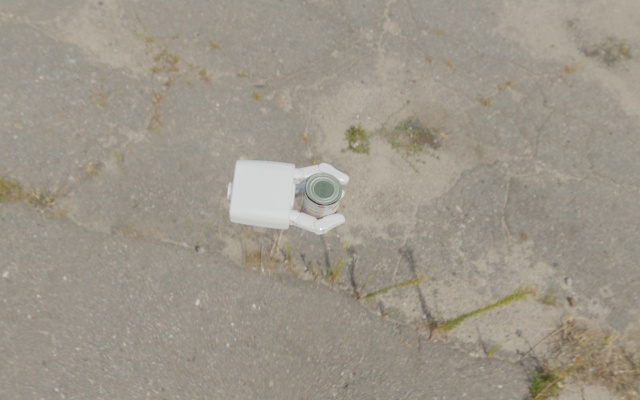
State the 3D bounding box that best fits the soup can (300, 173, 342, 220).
[{"bbox_3d":[0.001,0.003,0.874,0.068,0.068,0.102,0,-29,-7],"label":"soup can"}]
